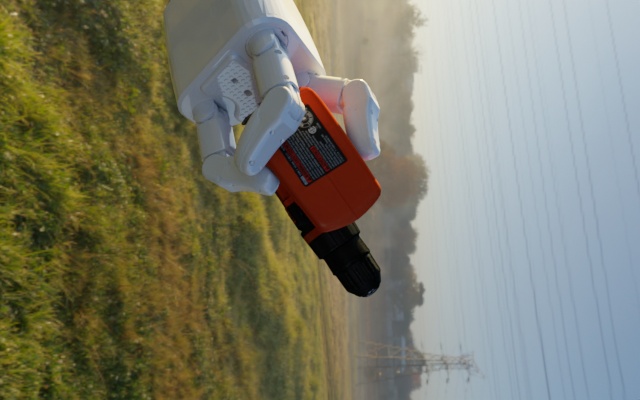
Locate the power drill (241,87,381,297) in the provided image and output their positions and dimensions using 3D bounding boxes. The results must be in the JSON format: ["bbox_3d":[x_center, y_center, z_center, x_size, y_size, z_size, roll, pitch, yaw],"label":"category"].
[{"bbox_3d":[0.000,0.001,0.407,0.057,0.184,0.188,-35,-9,-10],"label":"power drill"}]
